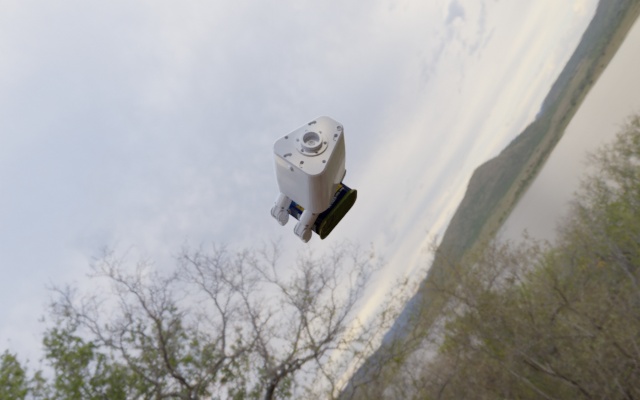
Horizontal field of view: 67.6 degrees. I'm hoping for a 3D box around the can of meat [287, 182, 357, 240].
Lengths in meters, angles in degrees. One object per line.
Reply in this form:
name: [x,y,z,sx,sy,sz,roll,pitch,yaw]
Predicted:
can of meat: [0.000,0.002,0.825,0.084,0.102,0.057,34,-20,19]
